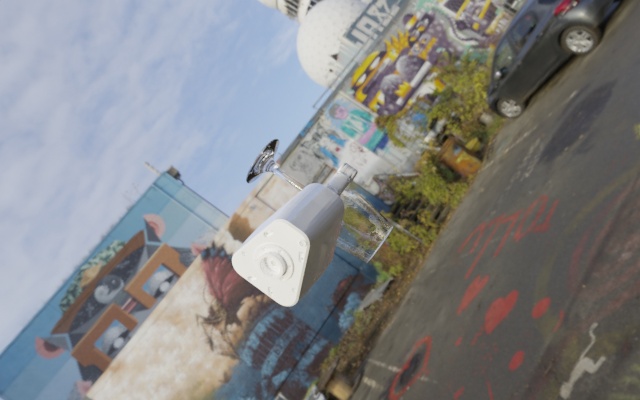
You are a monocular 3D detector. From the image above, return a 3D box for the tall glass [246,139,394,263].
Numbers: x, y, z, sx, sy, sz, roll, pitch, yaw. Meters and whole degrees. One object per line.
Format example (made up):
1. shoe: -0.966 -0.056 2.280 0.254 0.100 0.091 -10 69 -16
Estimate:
1. tall glass: 0.000 0.002 0.652 0.201 0.079 0.079 35 4 6
